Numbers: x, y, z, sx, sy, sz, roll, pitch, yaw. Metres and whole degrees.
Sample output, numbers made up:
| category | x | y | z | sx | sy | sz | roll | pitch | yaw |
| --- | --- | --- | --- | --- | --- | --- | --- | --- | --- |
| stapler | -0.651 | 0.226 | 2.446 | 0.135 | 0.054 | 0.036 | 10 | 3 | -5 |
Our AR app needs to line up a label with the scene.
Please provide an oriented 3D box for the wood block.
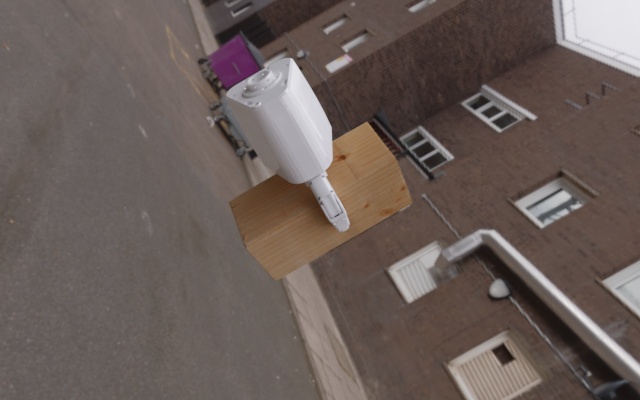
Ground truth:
| category | x | y | z | sx | sy | sz | roll | pitch | yaw |
| --- | --- | --- | --- | --- | --- | --- | --- | --- | --- |
| wood block | 0.000 | 0.002 | 0.617 | 0.206 | 0.090 | 0.090 | -30 | -43 | 1 |
